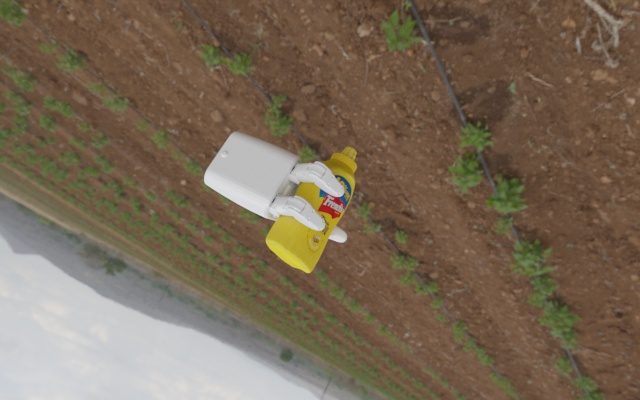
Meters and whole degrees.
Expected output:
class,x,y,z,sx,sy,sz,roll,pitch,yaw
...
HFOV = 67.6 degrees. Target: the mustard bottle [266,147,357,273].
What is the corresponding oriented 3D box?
class,x,y,z,sx,sy,sz,roll,pitch,yaw
mustard bottle,0.000,0.003,0.690,0.058,0.191,0.096,17,-22,37
